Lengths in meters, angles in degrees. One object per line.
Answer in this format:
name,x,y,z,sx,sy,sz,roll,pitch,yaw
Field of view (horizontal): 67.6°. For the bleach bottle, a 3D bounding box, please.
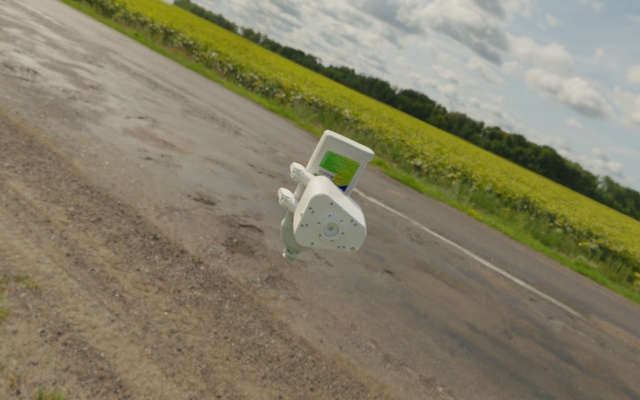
bleach bottle,0.000,0.003,0.887,0.102,0.251,0.068,23,14,-7
